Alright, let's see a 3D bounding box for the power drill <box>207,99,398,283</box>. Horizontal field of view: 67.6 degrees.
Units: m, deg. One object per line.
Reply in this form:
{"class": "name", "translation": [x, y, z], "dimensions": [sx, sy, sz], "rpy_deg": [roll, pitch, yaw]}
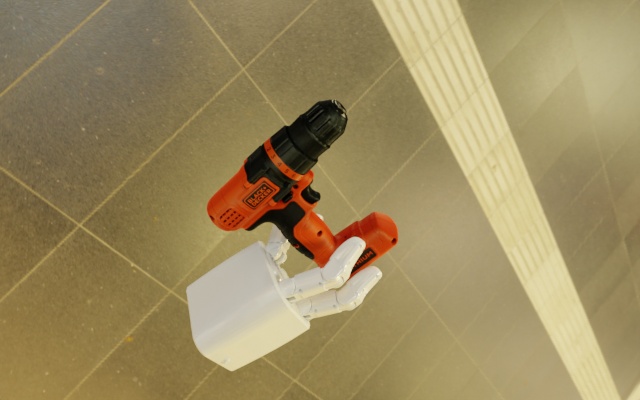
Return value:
{"class": "power drill", "translation": [0.000, 0.002, 0.523], "dimensions": [0.188, 0.184, 0.057], "rpy_deg": [40, 24, -28]}
